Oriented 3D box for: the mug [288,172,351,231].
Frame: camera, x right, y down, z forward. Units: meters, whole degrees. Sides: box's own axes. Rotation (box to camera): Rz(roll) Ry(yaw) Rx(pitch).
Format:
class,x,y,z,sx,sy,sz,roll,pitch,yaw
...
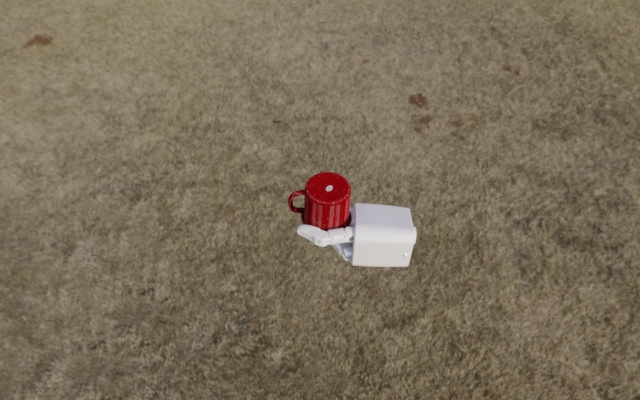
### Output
class,x,y,z,sx,sy,sz,roll,pitch,yaw
mug,-0.001,0.003,0.858,0.117,0.093,0.082,4,-43,1
